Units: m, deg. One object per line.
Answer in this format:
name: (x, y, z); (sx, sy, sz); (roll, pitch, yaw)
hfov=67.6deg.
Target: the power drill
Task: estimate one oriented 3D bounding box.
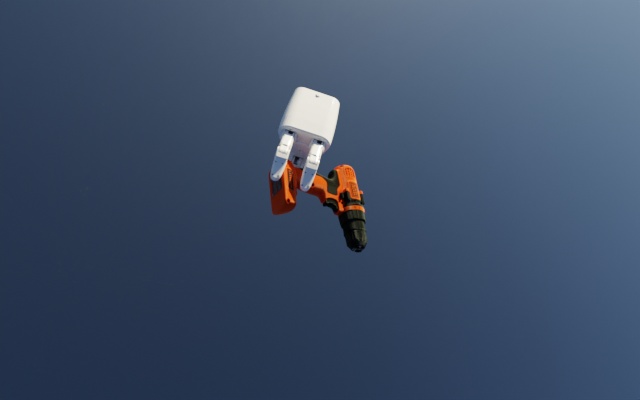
power drill: (0.000, 0.003, 0.885); (0.188, 0.184, 0.057); (13, -39, -33)
